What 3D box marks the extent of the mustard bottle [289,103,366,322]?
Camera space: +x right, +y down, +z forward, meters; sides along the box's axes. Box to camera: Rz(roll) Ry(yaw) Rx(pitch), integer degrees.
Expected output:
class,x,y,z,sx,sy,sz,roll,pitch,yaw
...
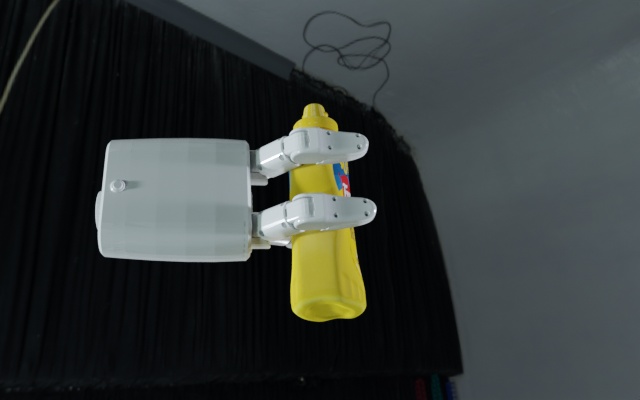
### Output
class,x,y,z,sx,sy,sz,roll,pitch,yaw
mustard bottle,0.000,0.002,0.412,0.058,0.191,0.096,-9,-23,9
